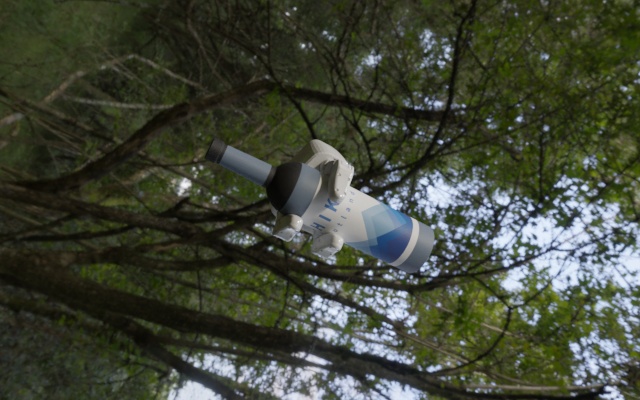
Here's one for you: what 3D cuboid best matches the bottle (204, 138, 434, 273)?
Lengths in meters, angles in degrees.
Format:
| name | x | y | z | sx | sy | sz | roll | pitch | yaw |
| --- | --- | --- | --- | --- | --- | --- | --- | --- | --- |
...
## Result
| name | x | y | z | sx | sy | sz | roll | pitch | yaw |
| --- | --- | --- | --- | --- | --- | --- | --- | --- | --- |
| bottle | 0.000 | 0.002 | 0.585 | 0.296 | 0.069 | 0.069 | 26 | -7 | -15 |
